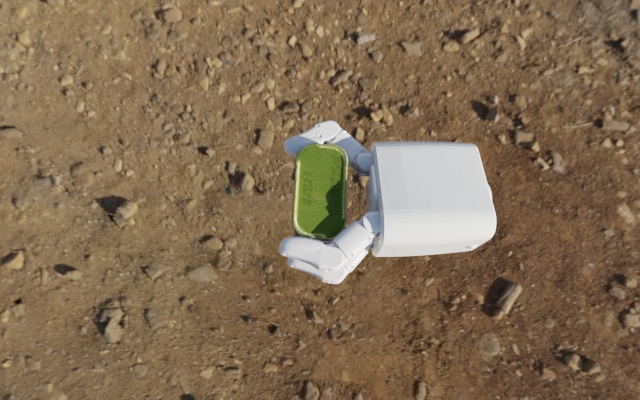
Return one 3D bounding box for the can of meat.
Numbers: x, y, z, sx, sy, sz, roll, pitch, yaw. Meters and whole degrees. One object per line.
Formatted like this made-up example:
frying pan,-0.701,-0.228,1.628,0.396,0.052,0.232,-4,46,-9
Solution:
can of meat,0.000,0.001,0.493,0.057,0.102,0.084,2,-17,0
